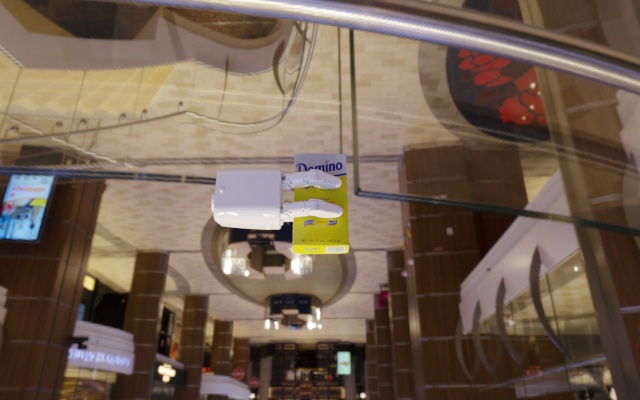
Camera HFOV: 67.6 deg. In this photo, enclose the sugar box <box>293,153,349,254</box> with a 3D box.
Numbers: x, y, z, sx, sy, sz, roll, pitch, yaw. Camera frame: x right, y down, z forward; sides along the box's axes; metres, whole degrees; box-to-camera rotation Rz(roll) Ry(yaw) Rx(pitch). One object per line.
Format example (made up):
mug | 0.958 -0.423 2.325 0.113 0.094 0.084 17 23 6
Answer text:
sugar box | 0.000 0.003 0.815 0.093 0.176 0.048 0 -25 -3
